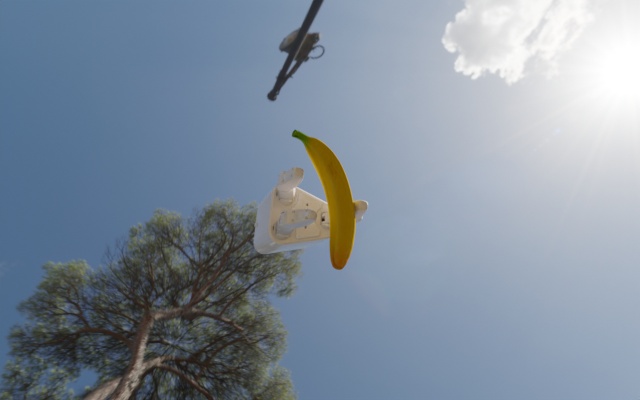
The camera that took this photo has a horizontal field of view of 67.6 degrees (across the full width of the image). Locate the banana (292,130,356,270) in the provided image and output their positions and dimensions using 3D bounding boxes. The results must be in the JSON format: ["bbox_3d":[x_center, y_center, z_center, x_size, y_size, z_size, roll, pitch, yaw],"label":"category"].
[{"bbox_3d":[0.014,-0.005,0.661,0.069,0.197,0.037,-14,-9,-32],"label":"banana"}]
